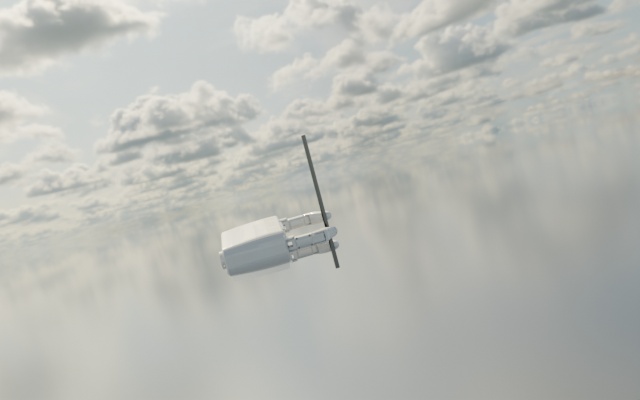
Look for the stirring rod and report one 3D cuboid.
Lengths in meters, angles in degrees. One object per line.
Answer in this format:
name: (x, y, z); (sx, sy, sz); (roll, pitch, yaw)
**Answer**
stirring rod: (0.000, 0.003, 0.837); (0.011, 0.239, 0.011); (-15, 3, 1)
